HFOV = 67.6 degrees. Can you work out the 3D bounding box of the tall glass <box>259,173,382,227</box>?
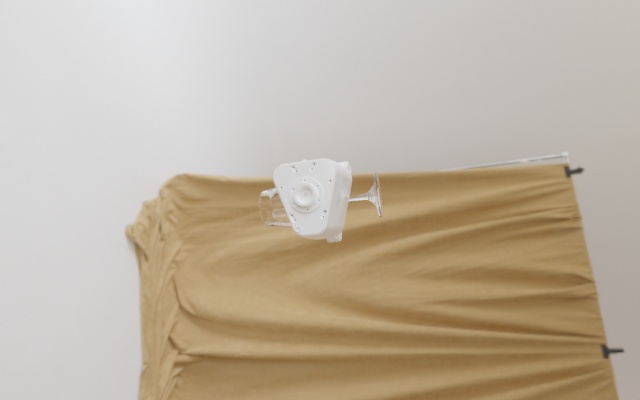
[{"bbox_3d":[0.001,0.003,0.813,0.201,0.079,0.079,-7,-2,13],"label":"tall glass"}]
